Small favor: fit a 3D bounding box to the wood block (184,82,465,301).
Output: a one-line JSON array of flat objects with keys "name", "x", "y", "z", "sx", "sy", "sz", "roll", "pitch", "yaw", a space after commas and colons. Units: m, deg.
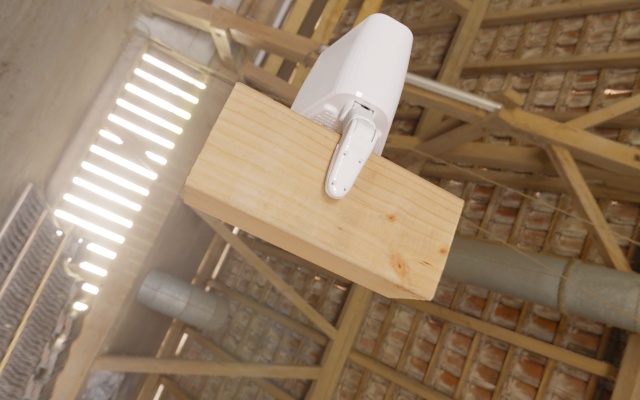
[{"name": "wood block", "x": 0.000, "y": 0.001, "z": 0.401, "sx": 0.206, "sy": 0.090, "sz": 0.091, "roll": 26, "pitch": -16, "yaw": -10}]
